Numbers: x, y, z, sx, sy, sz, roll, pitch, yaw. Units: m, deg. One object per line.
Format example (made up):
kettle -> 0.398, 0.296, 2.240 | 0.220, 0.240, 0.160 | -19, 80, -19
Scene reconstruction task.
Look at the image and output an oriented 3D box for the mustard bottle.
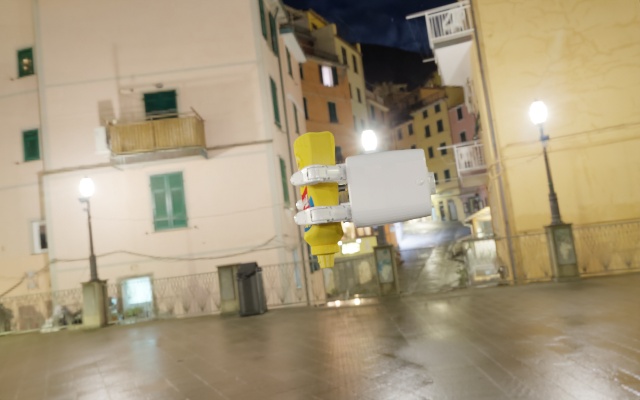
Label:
mustard bottle -> 0.000, 0.002, 0.698 | 0.058, 0.191, 0.096 | -5, -5, -14
